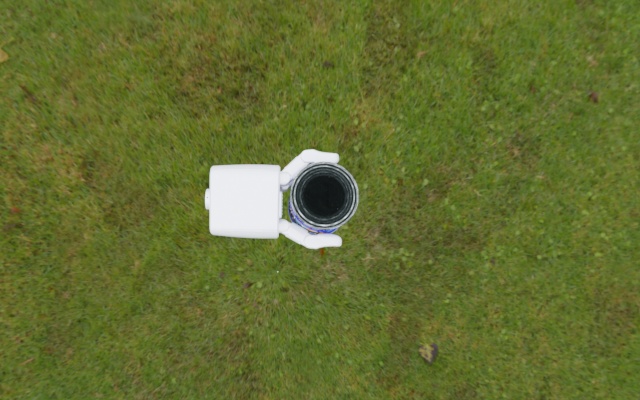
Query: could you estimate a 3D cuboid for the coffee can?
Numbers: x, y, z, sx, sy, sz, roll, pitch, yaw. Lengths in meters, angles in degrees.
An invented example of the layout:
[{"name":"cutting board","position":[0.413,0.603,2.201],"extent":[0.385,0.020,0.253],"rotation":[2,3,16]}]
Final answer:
[{"name":"coffee can","position":[0.000,0.003,0.770],"extent":[0.103,0.103,0.140],"rotation":[0,-8,-5]}]
